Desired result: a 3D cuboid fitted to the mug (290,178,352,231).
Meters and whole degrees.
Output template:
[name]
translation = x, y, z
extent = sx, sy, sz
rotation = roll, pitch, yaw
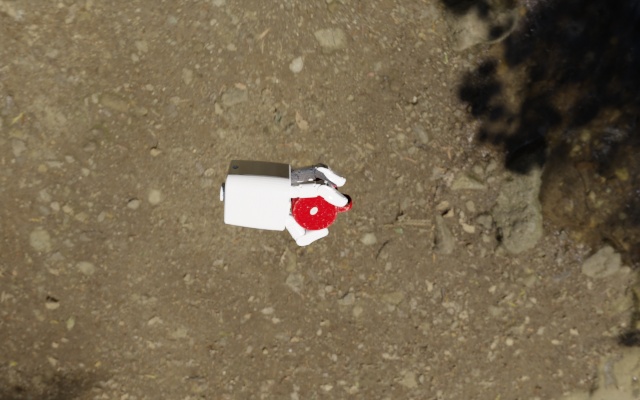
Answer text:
[mug]
translation = 0.002, 0.003, 0.867
extent = 0.117, 0.093, 0.081
rotation = 5, 28, -7
